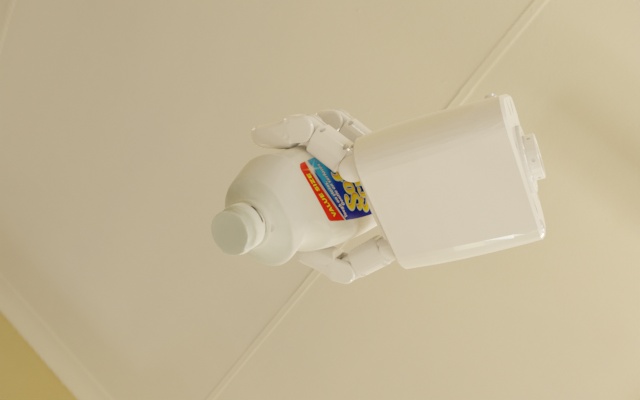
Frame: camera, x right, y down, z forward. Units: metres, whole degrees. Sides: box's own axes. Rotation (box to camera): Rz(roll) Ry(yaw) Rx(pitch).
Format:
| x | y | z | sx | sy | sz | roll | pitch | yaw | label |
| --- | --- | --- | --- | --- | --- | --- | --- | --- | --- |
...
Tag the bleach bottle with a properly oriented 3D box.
| x | y | z | sx | sy | sz | roll | pitch | yaw | label |
| --- | --- | --- | --- | --- | --- | --- | --- | --- | --- |
| 0.000 | 0.001 | 0.405 | 0.068 | 0.102 | 0.251 | -18 | 4 | 28 | bleach bottle |
